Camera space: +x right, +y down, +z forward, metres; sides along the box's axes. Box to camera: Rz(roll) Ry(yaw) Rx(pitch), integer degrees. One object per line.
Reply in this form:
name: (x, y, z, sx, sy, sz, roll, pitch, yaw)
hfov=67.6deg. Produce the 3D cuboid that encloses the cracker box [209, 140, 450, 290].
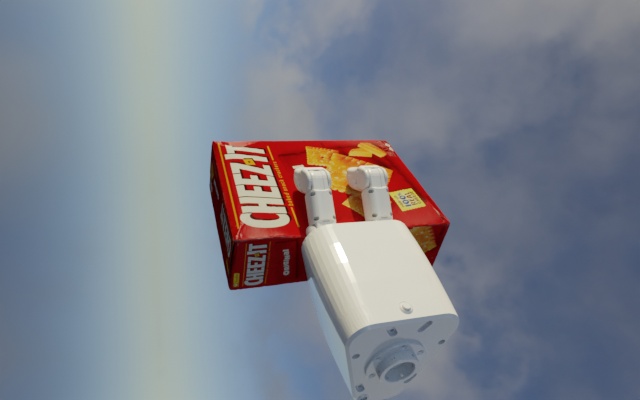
cracker box: (0.000, 0.002, 0.505, 0.214, 0.072, 0.164, -3, 38, -19)
